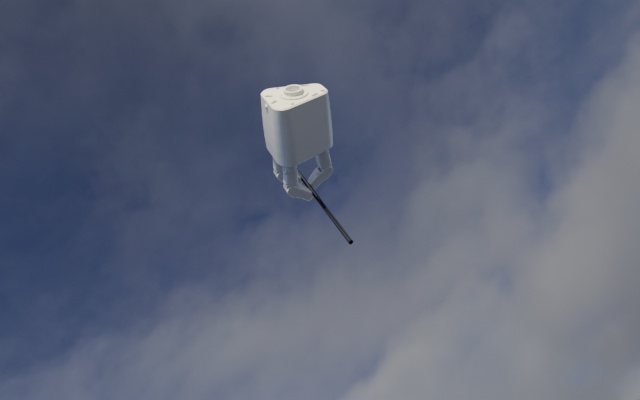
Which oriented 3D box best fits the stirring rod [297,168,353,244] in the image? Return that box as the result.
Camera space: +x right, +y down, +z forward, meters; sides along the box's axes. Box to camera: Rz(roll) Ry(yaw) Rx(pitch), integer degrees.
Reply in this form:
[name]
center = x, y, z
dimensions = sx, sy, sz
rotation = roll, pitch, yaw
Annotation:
[stirring rod]
center = 0.000, 0.003, 0.840
dimensions = 0.011, 0.011, 0.239
rotation = 0, 32, -28
